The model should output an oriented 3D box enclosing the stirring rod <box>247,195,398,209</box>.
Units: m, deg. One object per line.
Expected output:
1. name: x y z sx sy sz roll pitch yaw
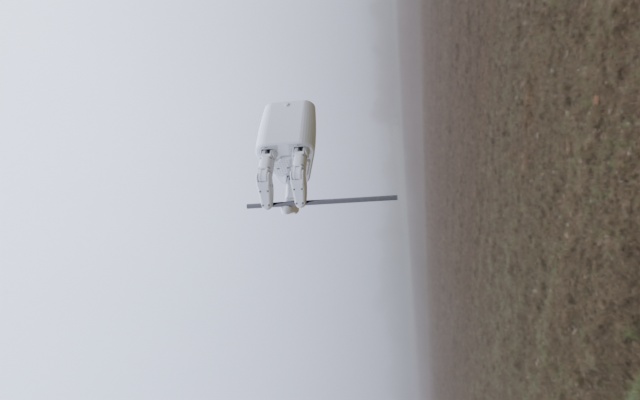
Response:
1. stirring rod: 0.000 0.002 0.754 0.239 0.011 0.011 -3 -1 9
